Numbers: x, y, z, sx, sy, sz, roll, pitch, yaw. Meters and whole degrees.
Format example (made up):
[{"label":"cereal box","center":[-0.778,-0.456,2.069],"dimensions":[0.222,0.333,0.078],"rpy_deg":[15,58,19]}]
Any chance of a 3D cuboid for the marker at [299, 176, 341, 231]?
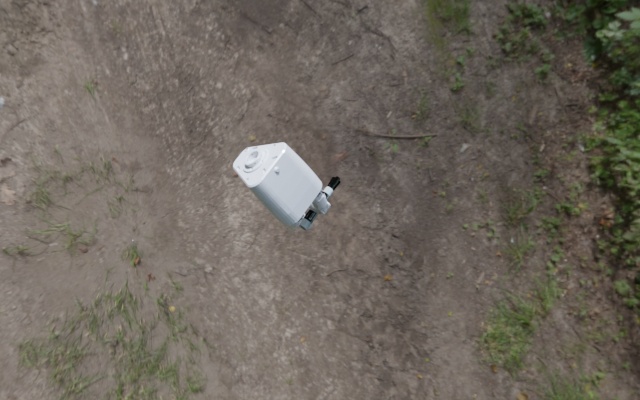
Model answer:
[{"label":"marker","center":[0.000,0.003,0.895],"dimensions":[0.020,0.121,0.020],"rpy_deg":[32,-17,11]}]
